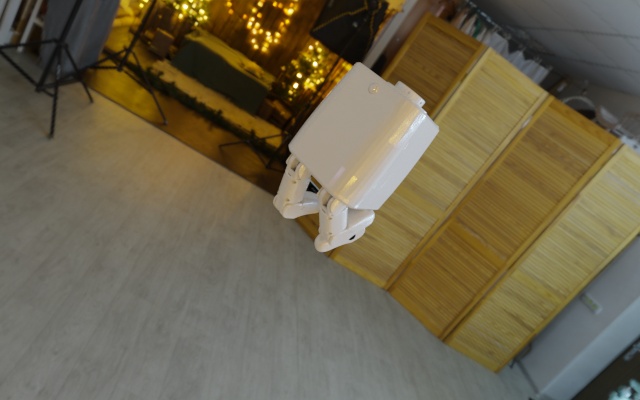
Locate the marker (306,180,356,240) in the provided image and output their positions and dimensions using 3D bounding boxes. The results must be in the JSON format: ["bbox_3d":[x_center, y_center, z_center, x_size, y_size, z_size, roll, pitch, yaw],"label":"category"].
[{"bbox_3d":[0.000,0.002,0.538,0.020,0.020,0.121,0,38,-46],"label":"marker"}]
